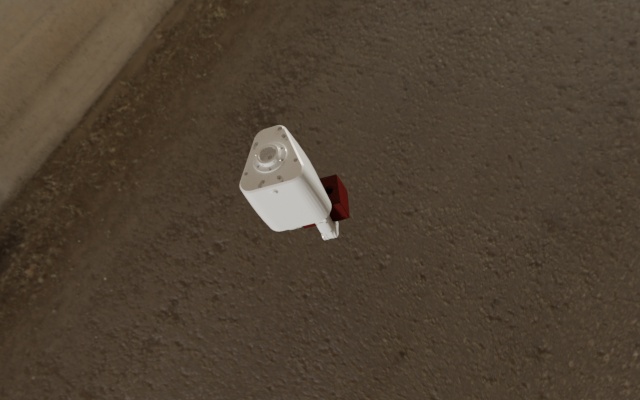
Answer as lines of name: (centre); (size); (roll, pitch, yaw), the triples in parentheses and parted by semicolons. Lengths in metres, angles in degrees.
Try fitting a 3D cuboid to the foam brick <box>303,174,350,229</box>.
foam brick: (0.000, 0.002, 0.734); (0.078, 0.053, 0.051); (-14, -35, 13)
